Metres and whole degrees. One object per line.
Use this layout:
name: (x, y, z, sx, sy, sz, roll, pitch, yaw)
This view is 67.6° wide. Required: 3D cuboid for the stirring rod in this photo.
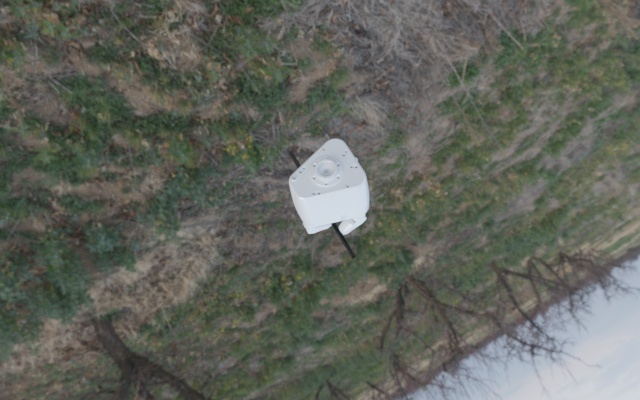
stirring rod: (0.000, 0.003, 0.869, 0.011, 0.239, 0.011, -26, -23, -12)
